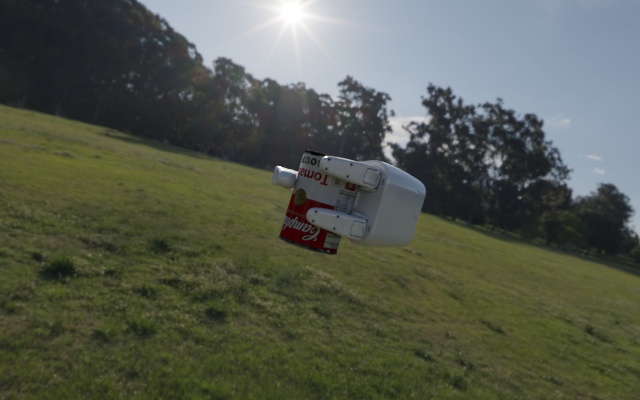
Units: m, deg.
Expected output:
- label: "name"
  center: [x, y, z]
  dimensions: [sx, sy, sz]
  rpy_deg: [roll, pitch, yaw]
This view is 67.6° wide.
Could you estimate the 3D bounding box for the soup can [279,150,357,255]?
- label: "soup can"
  center: [0.000, 0.001, 0.531]
  dimensions: [0.068, 0.102, 0.068]
  rpy_deg: [17, 3, -1]
